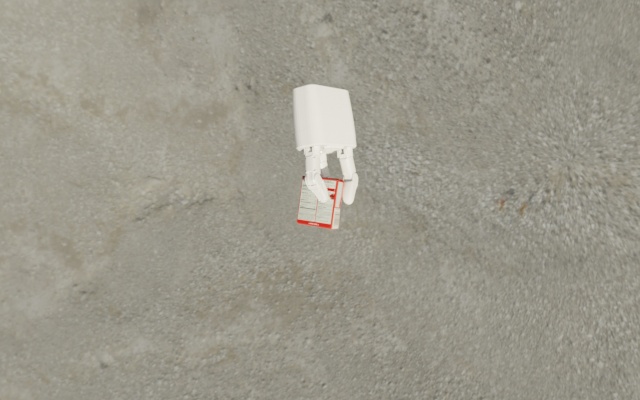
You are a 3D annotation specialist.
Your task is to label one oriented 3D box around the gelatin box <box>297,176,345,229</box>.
[{"bbox_3d":[0.000,0.003,0.851,0.073,0.089,0.030,7,0,29],"label":"gelatin box"}]
